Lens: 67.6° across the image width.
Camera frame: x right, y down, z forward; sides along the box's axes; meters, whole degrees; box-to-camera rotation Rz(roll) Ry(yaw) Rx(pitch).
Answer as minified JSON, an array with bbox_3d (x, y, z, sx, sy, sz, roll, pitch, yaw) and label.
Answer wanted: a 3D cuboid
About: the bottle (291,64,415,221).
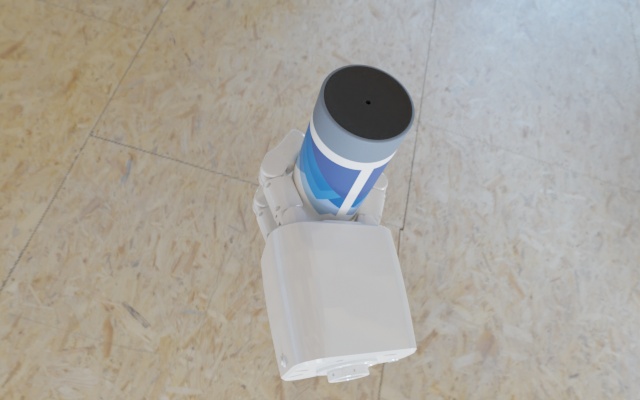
[{"bbox_3d":[0.000,0.001,0.445,0.069,0.069,0.296,0,-27,-14],"label":"bottle"}]
